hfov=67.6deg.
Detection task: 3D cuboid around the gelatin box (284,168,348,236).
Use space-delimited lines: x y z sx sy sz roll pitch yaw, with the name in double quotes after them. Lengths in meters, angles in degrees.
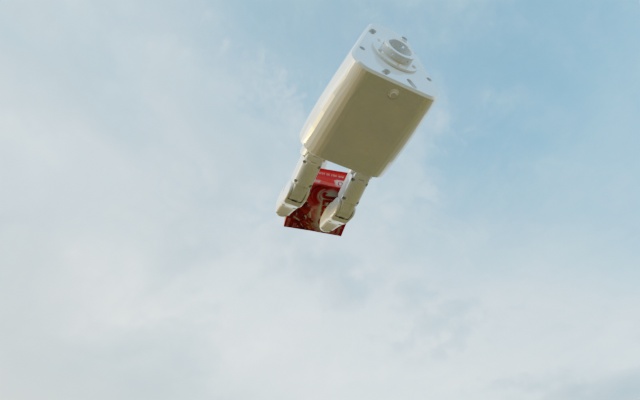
0.000 0.002 0.556 0.073 0.030 0.089 10 -40 -8 "gelatin box"
